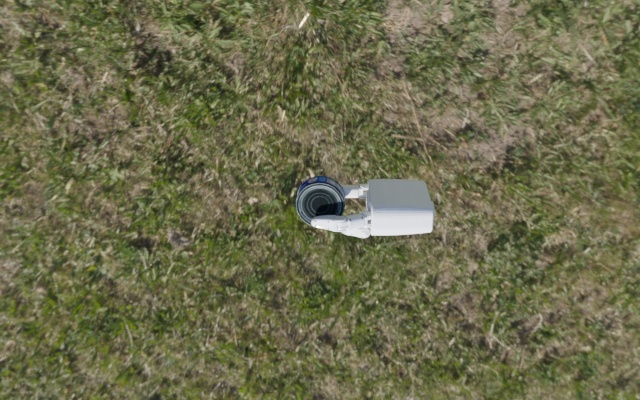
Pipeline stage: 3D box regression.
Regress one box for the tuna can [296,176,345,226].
[{"bbox_3d":[0.000,0.003,0.825,0.086,0.086,0.033,0,23,4],"label":"tuna can"}]
